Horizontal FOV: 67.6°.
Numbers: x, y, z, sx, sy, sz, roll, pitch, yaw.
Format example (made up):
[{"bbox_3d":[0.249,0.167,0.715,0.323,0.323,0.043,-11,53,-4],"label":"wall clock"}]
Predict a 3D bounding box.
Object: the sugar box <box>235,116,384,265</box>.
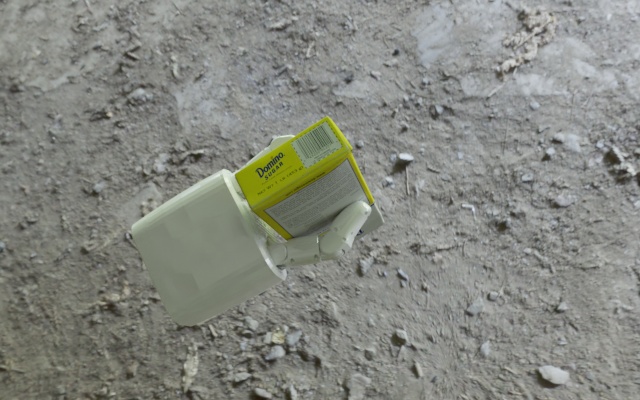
[{"bbox_3d":[0.000,0.001,0.452,0.093,0.048,0.176,-31,-24,2],"label":"sugar box"}]
